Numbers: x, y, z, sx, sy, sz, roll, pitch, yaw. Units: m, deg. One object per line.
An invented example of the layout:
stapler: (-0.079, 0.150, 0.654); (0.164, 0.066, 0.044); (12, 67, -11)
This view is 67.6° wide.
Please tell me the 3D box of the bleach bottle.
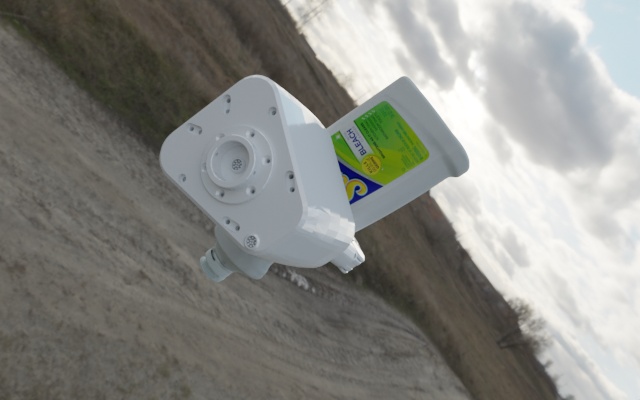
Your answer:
bleach bottle: (0.000, 0.001, 0.434); (0.251, 0.102, 0.068); (-35, -18, 9)
